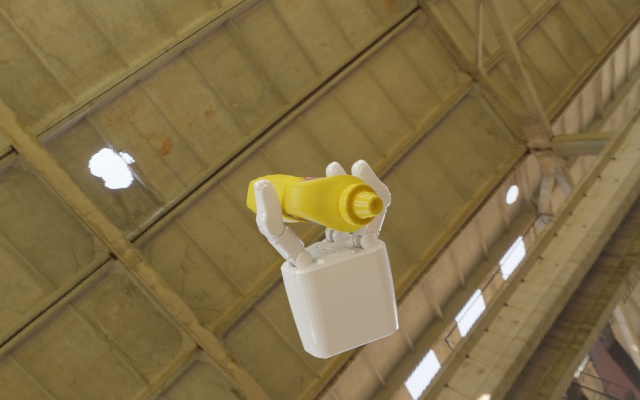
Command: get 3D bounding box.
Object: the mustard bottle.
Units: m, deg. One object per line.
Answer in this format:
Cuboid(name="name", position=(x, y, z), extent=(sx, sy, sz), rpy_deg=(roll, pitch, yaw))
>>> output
Cuboid(name="mustard bottle", position=(0.000, 0.001, 0.520), extent=(0.096, 0.058, 0.191), rpy_deg=(10, -3, -32))
